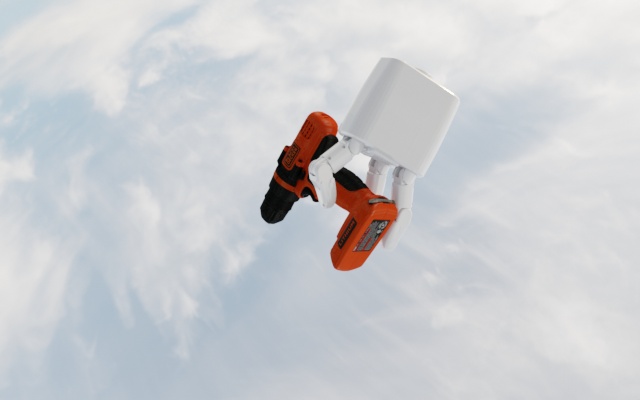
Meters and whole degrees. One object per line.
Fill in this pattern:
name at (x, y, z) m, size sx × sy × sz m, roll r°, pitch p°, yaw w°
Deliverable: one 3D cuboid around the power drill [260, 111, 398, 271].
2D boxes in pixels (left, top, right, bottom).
power drill at (0.001, 0.002, 0.630) m, size 0.057 × 0.184 × 0.187 m, roll 0°, pitch 40°, yaw -45°
